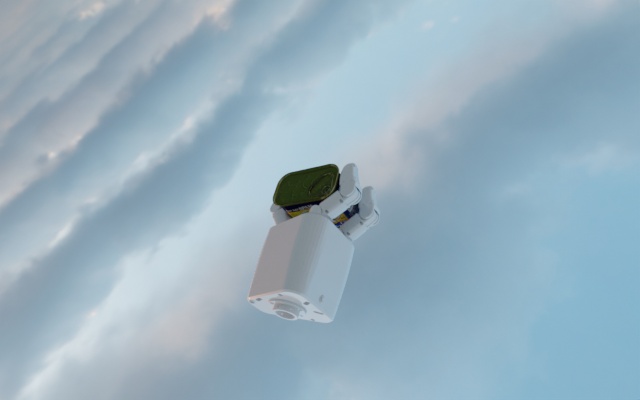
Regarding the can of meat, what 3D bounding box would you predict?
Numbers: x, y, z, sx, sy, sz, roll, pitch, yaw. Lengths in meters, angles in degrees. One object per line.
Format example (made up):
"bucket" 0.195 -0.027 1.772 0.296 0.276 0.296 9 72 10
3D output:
"can of meat" 0.000 0.002 0.661 0.102 0.057 0.084 -10 -41 33
